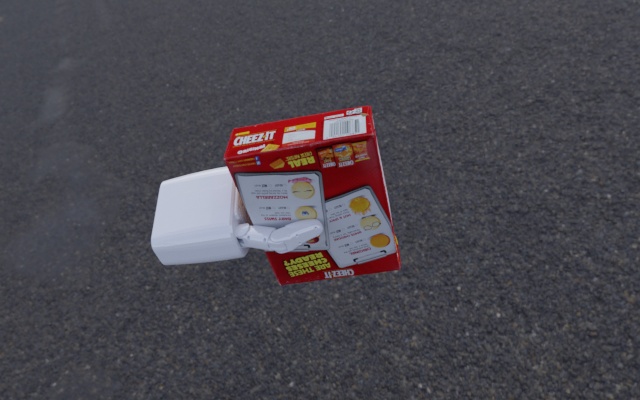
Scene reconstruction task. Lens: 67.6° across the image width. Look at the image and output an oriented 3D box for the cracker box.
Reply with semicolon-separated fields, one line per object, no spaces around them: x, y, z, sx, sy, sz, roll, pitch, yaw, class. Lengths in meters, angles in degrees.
0.000;0.002;0.578;0.164;0.214;0.072;-9;41;10;cracker box
